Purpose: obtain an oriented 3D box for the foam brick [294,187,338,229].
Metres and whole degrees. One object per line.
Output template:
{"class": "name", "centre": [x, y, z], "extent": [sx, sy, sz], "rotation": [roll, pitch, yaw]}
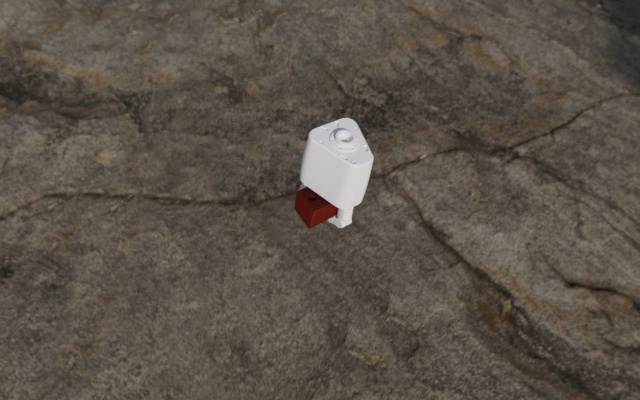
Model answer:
{"class": "foam brick", "centre": [0.000, 0.003, 0.847], "extent": [0.078, 0.053, 0.051], "rotation": [-25, -30, -26]}
